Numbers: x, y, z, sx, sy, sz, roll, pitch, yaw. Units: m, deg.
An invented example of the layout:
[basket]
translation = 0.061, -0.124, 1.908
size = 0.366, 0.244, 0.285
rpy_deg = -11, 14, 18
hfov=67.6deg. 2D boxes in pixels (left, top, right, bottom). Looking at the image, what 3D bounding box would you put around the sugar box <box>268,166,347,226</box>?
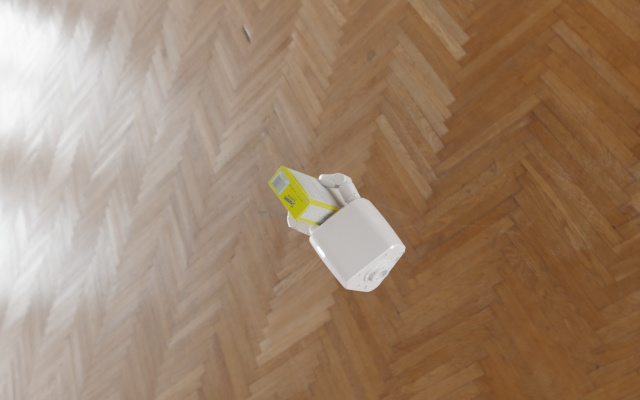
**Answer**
[sugar box]
translation = 0.000, 0.003, 0.818
size = 0.176, 0.048, 0.093
rpy_deg = 22, 26, -52
